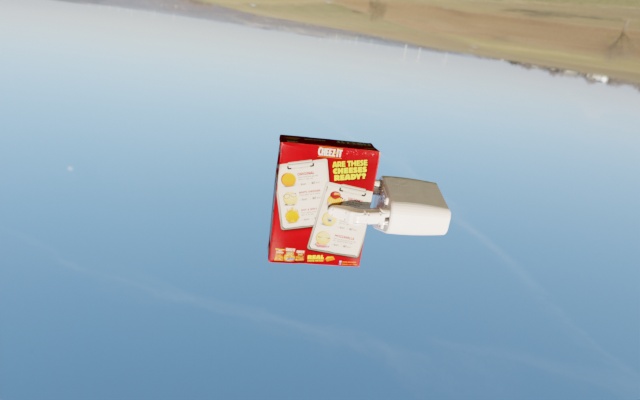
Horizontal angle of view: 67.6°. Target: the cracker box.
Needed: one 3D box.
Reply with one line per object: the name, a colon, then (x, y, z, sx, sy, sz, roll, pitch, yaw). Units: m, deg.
cracker box: (0.000, 0.003, 0.820, 0.164, 0.214, 0.072, 4, 20, -11)
